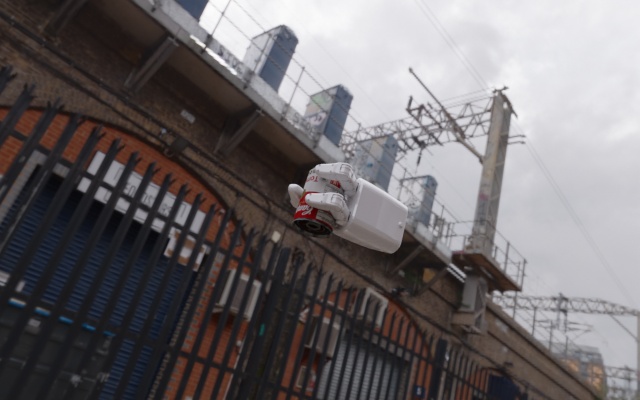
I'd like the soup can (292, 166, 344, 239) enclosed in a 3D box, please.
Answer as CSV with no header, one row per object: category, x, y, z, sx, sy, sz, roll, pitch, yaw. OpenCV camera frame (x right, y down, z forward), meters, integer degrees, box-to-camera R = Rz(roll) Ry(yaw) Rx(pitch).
soup can,0.000,0.002,0.790,0.068,0.102,0.068,14,-24,7
